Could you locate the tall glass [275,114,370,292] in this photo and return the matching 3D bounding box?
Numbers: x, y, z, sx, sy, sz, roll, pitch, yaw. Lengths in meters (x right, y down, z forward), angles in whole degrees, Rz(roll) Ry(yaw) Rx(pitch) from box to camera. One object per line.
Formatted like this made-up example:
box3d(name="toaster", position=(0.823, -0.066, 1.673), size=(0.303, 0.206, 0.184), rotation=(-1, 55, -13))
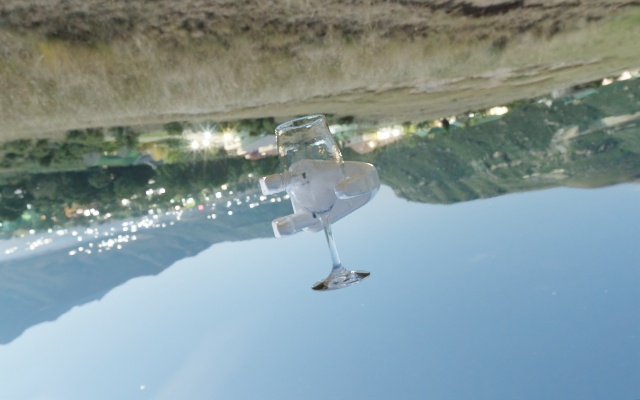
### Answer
box3d(name="tall glass", position=(0.000, 0.003, 0.577), size=(0.079, 0.201, 0.079), rotation=(-14, 2, 1))
